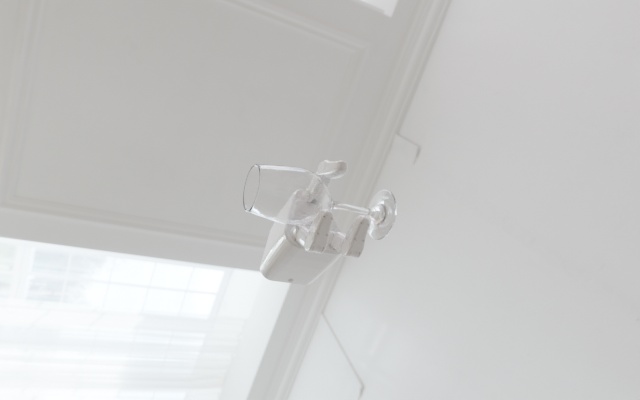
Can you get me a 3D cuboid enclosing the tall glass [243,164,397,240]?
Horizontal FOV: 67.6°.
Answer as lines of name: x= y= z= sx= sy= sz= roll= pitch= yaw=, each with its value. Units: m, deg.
tall glass: x=0.001 y=0.002 z=0.647 sx=0.201 sy=0.079 sz=0.079 roll=12 pitch=-5 yaw=-26
